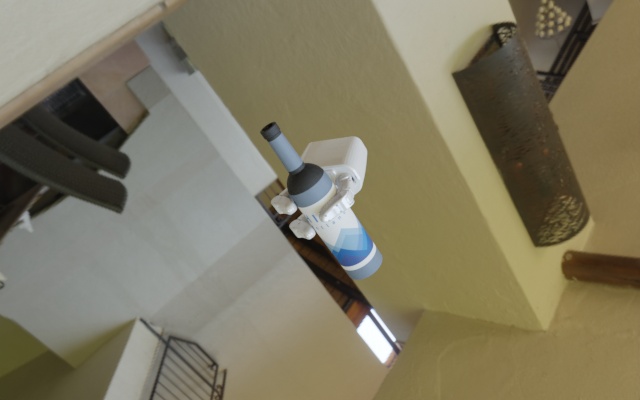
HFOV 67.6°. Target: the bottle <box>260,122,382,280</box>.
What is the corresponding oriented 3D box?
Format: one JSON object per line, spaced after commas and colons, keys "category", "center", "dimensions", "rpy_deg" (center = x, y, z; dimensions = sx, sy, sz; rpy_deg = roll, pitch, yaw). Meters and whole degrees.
{"category": "bottle", "center": [0.000, 0.003, 0.754], "dimensions": [0.069, 0.296, 0.069], "rpy_deg": [-28, 26, 15]}
